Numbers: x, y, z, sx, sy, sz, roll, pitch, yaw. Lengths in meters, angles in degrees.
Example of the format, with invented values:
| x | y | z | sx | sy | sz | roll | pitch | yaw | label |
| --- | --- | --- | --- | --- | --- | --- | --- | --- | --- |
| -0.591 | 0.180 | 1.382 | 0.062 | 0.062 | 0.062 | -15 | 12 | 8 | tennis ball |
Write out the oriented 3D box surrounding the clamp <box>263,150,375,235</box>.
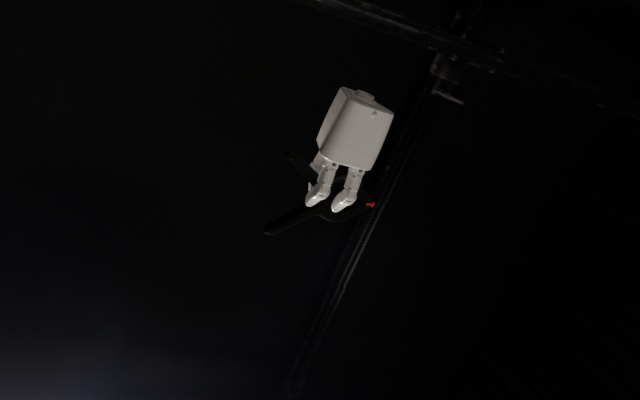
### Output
| x | y | z | sx | sy | sz | roll | pitch | yaw | label |
| --- | --- | --- | --- | --- | --- | --- | --- | --- | --- |
| 0.000 | 0.002 | 0.876 | 0.210 | 0.165 | 0.036 | 11 | 26 | -30 | clamp |
